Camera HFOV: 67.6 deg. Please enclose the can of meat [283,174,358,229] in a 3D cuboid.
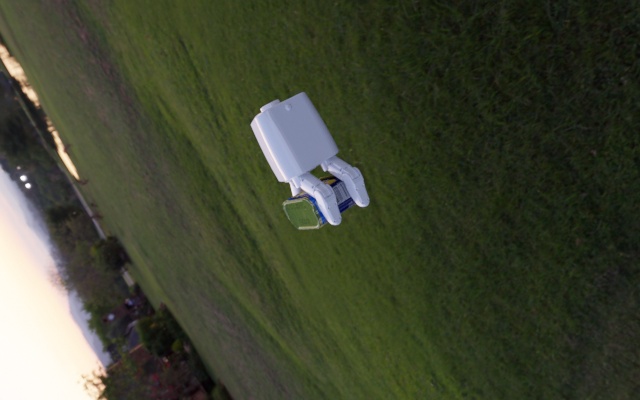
[{"bbox_3d":[0.000,0.003,0.747,0.084,0.057,0.102,-32,11,-27],"label":"can of meat"}]
